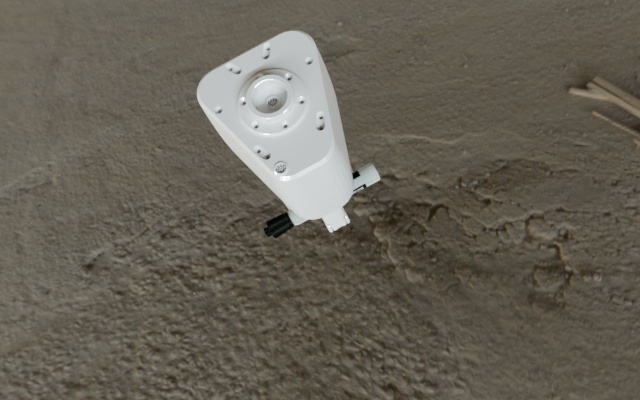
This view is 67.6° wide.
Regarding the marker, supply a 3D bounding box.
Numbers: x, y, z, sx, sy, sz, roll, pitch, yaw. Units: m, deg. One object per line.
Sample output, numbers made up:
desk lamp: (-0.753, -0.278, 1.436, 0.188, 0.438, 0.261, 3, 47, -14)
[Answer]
marker: (0.000, 0.001, 0.455, 0.121, 0.020, 0.020, -29, 0, 0)
